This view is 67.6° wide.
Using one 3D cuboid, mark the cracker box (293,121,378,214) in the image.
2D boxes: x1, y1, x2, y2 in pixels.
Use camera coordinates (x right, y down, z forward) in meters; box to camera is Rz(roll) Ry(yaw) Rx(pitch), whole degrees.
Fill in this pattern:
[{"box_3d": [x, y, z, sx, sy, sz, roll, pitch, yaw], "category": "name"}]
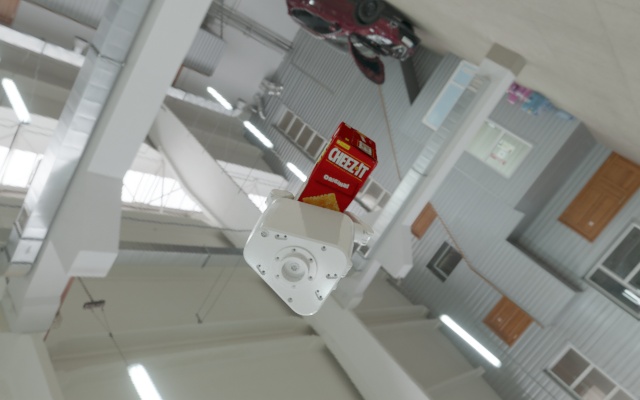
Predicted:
[{"box_3d": [0.000, 0.002, 0.687, 0.072, 0.214, 0.164, 31, 16, -4], "category": "cracker box"}]
